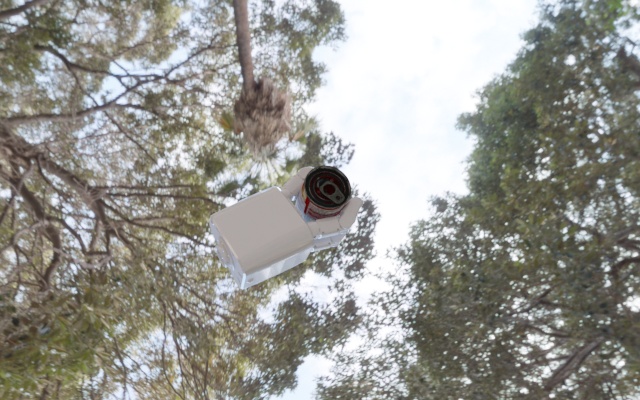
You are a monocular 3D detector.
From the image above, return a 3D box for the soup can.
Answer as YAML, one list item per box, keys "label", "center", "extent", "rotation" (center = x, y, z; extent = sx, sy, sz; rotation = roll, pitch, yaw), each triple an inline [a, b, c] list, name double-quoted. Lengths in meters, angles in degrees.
- label: "soup can"
  center: [0.000, 0.002, 0.708]
  extent: [0.068, 0.068, 0.102]
  rotation: [0, -26, -13]
